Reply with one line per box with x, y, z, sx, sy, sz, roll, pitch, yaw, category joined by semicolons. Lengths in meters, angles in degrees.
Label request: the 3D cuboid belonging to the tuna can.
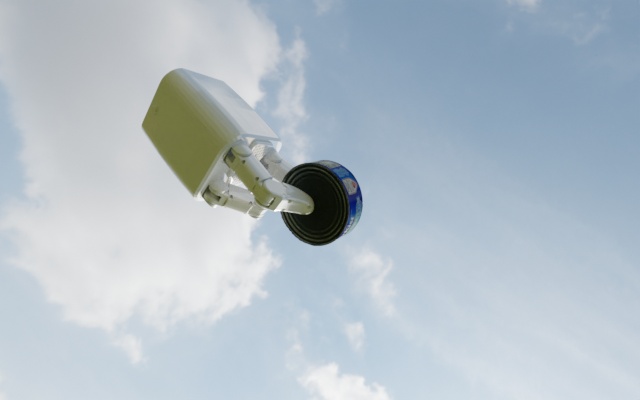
0.000;0.002;0.494;0.086;0.086;0.033;0;11;34;tuna can
